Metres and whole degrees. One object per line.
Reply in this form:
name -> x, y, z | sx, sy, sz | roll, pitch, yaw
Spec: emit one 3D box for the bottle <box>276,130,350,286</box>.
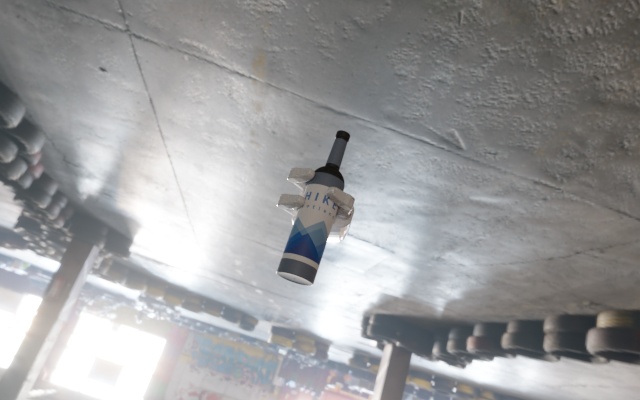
bottle -> 0.000, 0.003, 0.858 | 0.069, 0.295, 0.069 | 16, -22, 7
